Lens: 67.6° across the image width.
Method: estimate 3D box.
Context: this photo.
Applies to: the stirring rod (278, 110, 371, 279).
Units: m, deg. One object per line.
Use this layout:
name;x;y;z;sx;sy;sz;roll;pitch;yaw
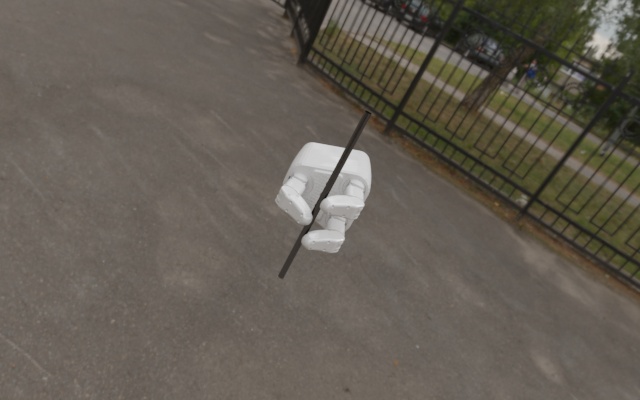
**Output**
stirring rod;0.000;0.002;0.562;0.011;0.240;0.011;22;26;-12
